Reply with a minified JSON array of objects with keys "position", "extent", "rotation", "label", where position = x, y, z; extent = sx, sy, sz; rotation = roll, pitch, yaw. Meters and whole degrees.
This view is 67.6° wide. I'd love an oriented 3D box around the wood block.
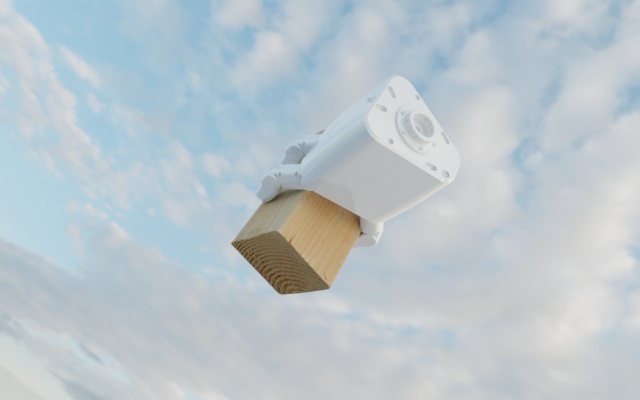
[{"position":[0.001,0.002,0.570],"extent":[0.090,0.091,0.206],"rotation":[-18,30,45],"label":"wood block"}]
